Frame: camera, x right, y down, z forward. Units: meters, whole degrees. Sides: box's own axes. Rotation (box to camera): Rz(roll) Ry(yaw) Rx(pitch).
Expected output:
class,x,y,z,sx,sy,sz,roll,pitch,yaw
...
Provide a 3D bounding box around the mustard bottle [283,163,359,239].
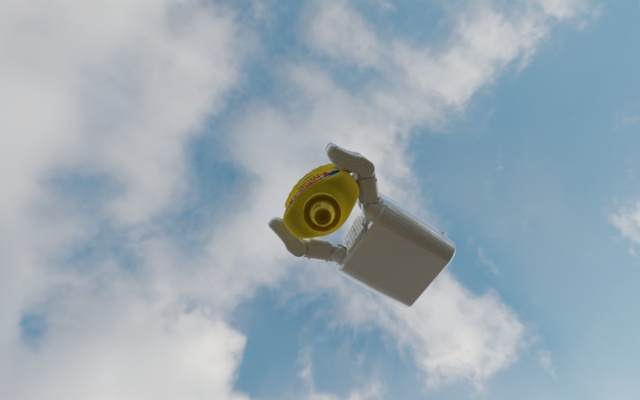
class,x,y,z,sx,sy,sz,roll,pitch,yaw
mustard bottle,0.000,0.002,0.567,0.096,0.058,0.191,-35,9,4
